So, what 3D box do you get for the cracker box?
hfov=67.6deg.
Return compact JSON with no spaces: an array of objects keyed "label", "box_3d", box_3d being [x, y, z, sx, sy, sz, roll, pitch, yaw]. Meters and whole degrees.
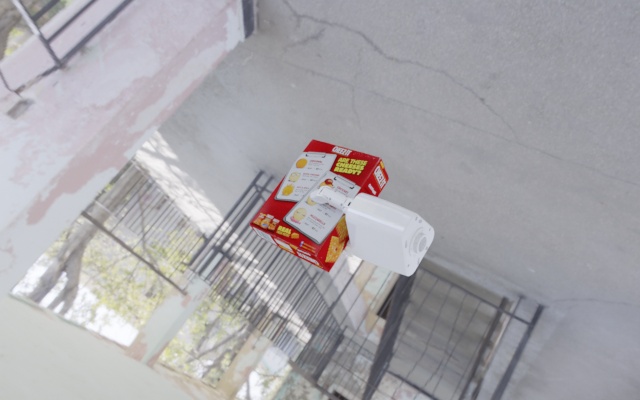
[{"label":"cracker box","box_3d":[0.000,0.003,0.870,0.164,0.213,0.072,21,-24,35]}]
